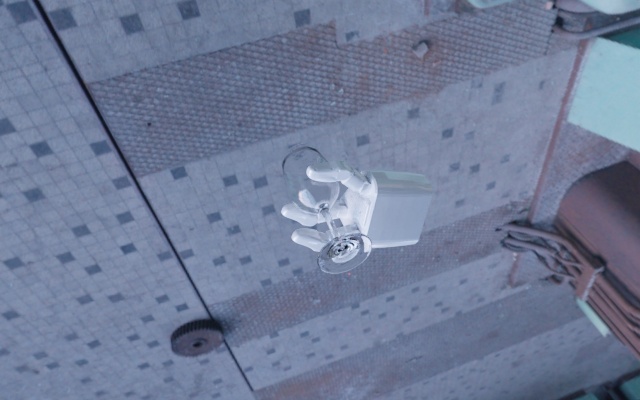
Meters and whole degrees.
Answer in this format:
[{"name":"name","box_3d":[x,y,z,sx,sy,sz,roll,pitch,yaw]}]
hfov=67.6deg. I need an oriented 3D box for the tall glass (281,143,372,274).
[{"name":"tall glass","box_3d":[0.000,0.003,0.669,0.079,0.079,0.201,0,41,-25]}]
